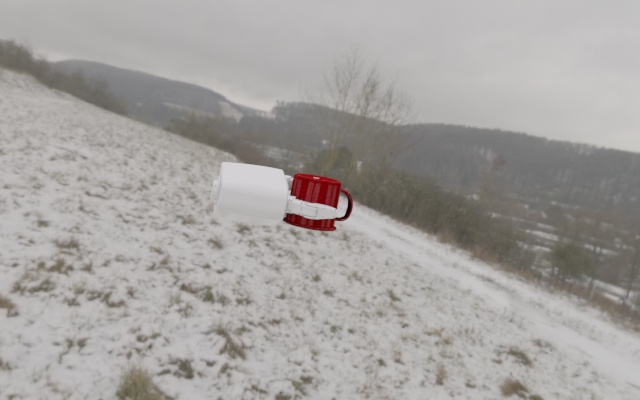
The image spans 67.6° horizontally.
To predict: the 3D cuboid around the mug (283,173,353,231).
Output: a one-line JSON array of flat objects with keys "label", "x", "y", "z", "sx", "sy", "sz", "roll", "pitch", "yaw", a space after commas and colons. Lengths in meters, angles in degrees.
[{"label": "mug", "x": 0.002, "y": 0.003, "z": 0.803, "sx": 0.117, "sy": 0.081, "sz": 0.093, "roll": 8, "pitch": 7, "yaw": -16}]
